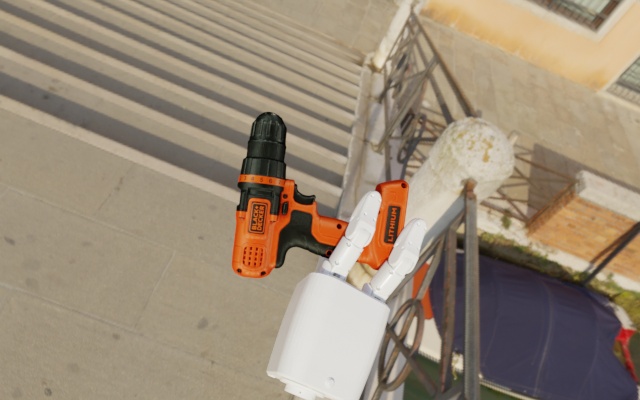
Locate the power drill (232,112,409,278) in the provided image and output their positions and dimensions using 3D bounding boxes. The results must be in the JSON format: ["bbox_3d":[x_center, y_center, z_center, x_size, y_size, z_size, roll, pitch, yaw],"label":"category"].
[{"bbox_3d":[0.001,0.002,0.537,0.187,0.184,0.057,7,-1,-5],"label":"power drill"}]
